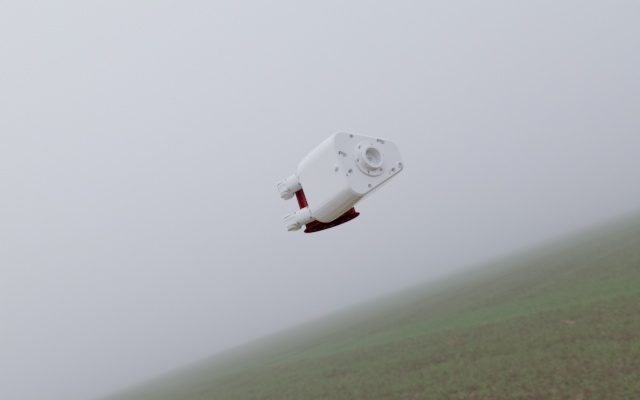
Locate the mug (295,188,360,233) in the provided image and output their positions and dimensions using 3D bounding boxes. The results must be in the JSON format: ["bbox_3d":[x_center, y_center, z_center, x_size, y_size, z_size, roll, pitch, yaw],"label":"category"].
[{"bbox_3d":[-0.001,0.003,0.766,0.093,0.081,0.117,-11,-13,-32],"label":"mug"}]
